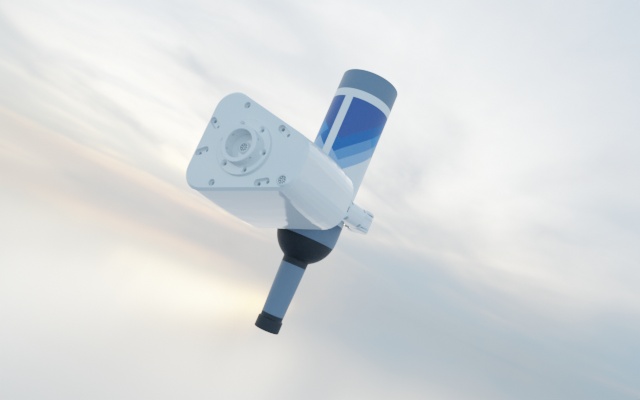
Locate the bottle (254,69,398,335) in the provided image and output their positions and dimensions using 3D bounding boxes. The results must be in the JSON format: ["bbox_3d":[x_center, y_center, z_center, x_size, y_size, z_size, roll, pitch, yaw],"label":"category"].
[{"bbox_3d":[0.000,0.002,0.522,0.069,0.295,0.069,23,-9,4],"label":"bottle"}]
